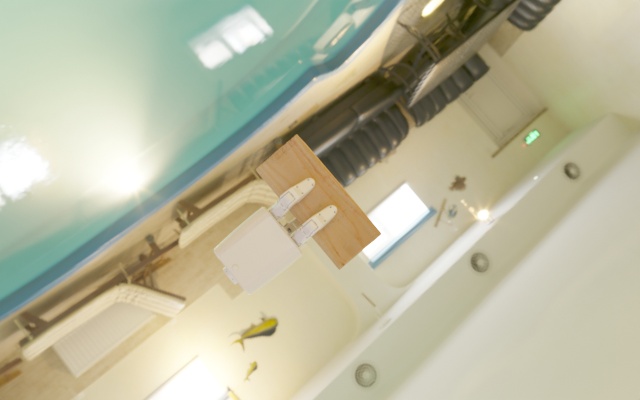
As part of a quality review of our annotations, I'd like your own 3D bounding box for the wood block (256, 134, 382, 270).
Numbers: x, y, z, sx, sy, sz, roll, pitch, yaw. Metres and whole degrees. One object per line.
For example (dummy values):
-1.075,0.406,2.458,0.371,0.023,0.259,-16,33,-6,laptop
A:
0.000,0.003,0.787,0.090,0.206,0.091,-40,-5,3,wood block
